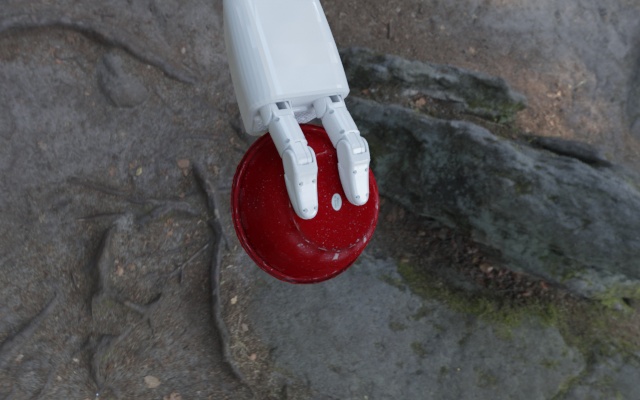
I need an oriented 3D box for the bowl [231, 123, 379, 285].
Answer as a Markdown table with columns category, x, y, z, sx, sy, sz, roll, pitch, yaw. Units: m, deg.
| category | x | y | z | sx | sy | sz | roll | pitch | yaw |
| --- | --- | --- | --- | --- | --- | --- | --- | --- | --- |
| bowl | 0.001 | 0.003 | 0.455 | 0.162 | 0.162 | 0.055 | 0 | -3 | -29 |
